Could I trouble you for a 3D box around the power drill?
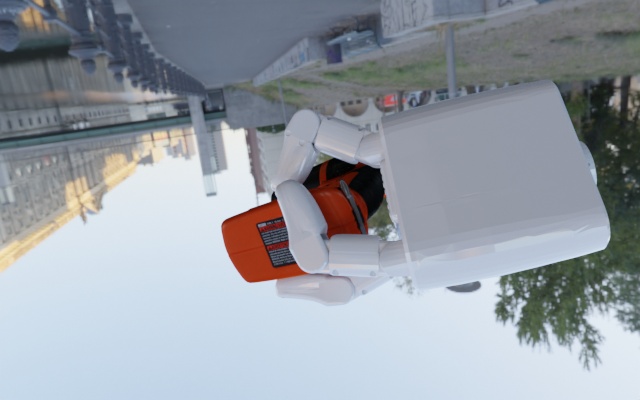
[{"bbox_3d":[0.000,0.001,0.408,0.184,0.057,0.187,-18,11,30],"label":"power drill"}]
